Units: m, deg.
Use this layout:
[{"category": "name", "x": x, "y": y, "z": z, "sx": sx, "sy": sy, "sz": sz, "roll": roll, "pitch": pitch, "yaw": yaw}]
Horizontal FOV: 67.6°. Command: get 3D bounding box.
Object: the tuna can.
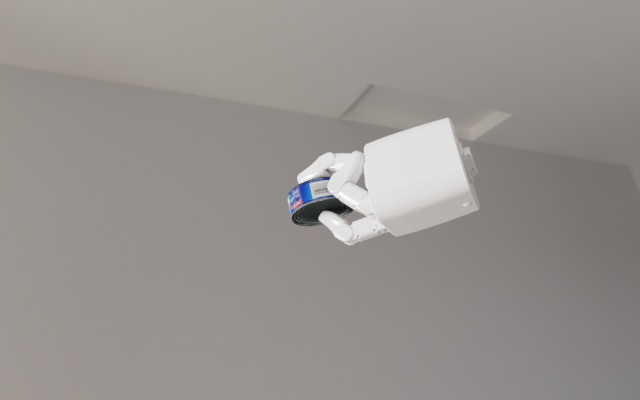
[{"category": "tuna can", "x": 0.000, "y": 0.002, "z": 0.631, "sx": 0.086, "sy": 0.033, "sz": 0.086, "roll": -11, "pitch": -23, "yaw": -5}]
